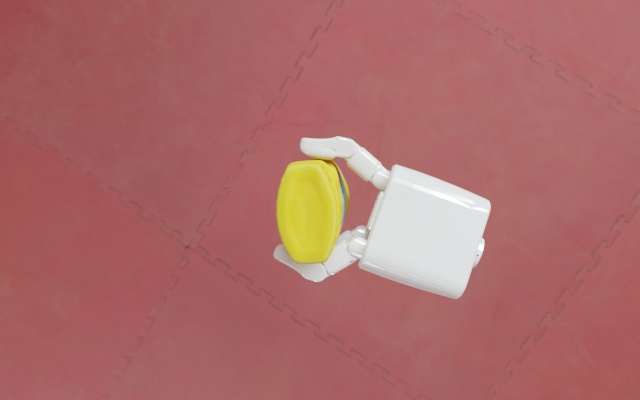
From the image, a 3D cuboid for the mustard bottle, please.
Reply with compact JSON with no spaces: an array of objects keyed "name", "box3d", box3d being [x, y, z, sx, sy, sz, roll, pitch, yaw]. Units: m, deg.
[{"name":"mustard bottle","box3d":[0.000,0.002,0.525,0.058,0.096,0.191,-4,6,8]}]
